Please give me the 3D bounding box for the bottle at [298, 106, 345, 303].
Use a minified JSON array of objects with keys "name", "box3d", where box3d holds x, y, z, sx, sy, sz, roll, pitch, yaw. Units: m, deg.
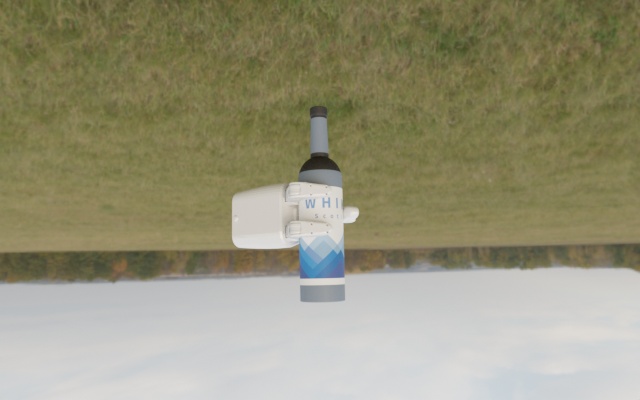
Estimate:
[{"name":"bottle","box3d":[0.000,0.003,0.723,0.069,0.295,0.069,-1,-8,0]}]
